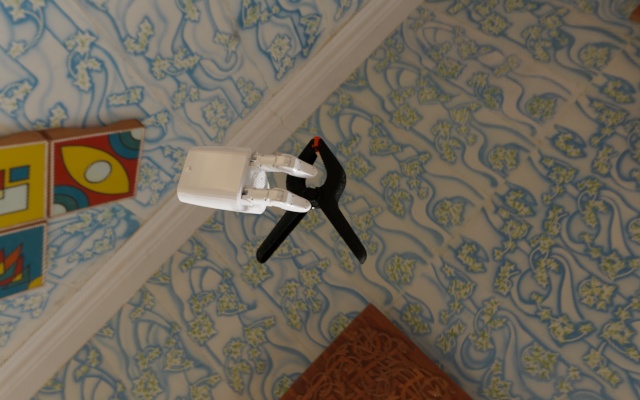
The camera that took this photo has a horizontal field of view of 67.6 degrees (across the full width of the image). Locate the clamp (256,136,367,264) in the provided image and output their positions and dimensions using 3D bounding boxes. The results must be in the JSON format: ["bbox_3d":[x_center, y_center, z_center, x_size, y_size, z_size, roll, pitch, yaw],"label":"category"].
[{"bbox_3d":[0.000,0.002,0.721,0.164,0.210,0.036,5,-20,16],"label":"clamp"}]
